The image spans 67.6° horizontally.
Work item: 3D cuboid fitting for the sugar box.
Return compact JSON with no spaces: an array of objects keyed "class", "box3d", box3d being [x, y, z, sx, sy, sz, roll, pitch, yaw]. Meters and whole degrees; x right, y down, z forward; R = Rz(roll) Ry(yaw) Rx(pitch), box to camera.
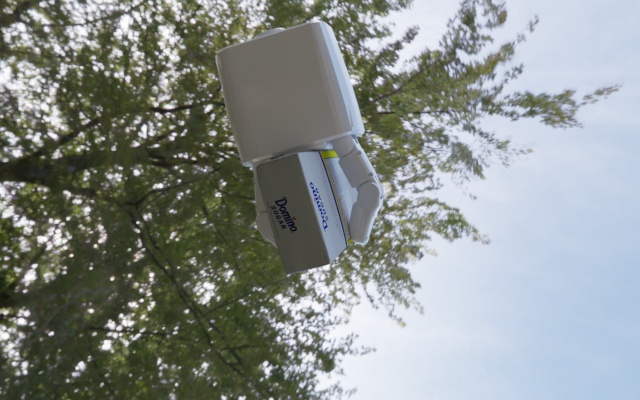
[{"class":"sugar box","box3d":[0.000,0.001,0.454,0.048,0.093,0.176,-16,2,19]}]
